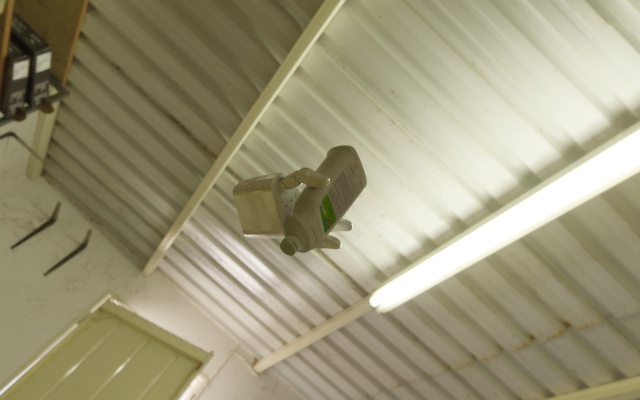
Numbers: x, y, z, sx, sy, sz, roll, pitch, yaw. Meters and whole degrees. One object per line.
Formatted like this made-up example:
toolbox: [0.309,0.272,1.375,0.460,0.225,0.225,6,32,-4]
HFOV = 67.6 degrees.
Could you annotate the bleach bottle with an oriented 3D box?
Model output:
bleach bottle: [0.000,0.003,0.844,0.068,0.103,0.250,-7,28,35]
